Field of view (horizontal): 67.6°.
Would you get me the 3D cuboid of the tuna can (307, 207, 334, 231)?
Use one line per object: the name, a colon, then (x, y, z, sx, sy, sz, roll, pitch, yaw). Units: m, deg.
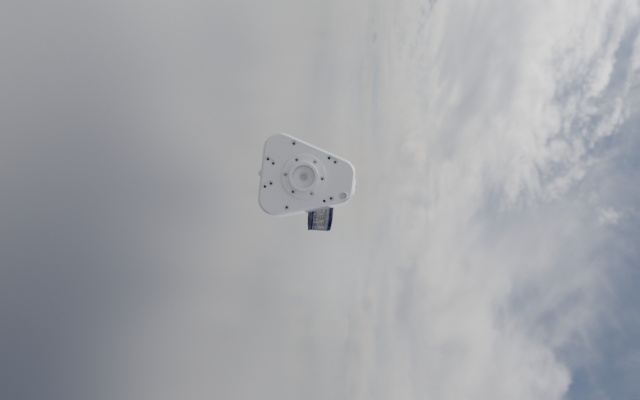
tuna can: (0.001, 0.002, 0.708, 0.034, 0.086, 0.086, 3, 0, -4)
